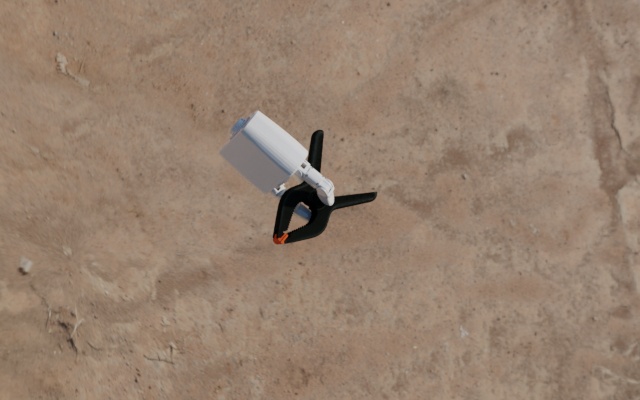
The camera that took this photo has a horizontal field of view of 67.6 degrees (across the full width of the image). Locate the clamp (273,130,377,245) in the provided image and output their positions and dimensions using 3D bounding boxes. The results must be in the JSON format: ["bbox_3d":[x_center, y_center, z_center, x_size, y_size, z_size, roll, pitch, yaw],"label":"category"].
[{"bbox_3d":[0.000,0.003,0.825,0.164,0.210,0.036,40,-22,-15],"label":"clamp"}]
